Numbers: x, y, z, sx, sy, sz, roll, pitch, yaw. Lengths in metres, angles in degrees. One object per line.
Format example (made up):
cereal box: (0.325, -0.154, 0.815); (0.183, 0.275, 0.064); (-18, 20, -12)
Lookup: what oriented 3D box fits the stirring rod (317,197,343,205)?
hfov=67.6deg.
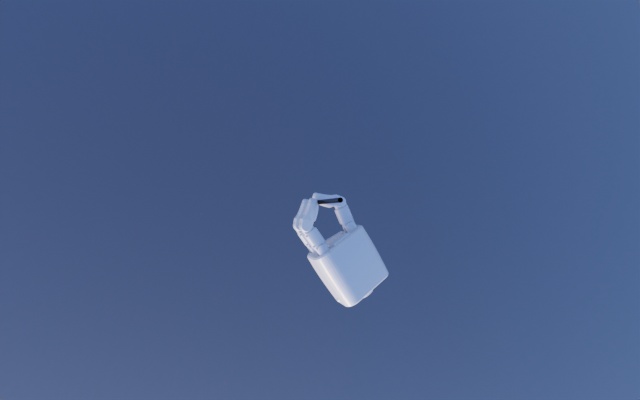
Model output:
stirring rod: (0.000, 0.003, 0.814); (0.011, 0.011, 0.239); (0, -2, -14)
